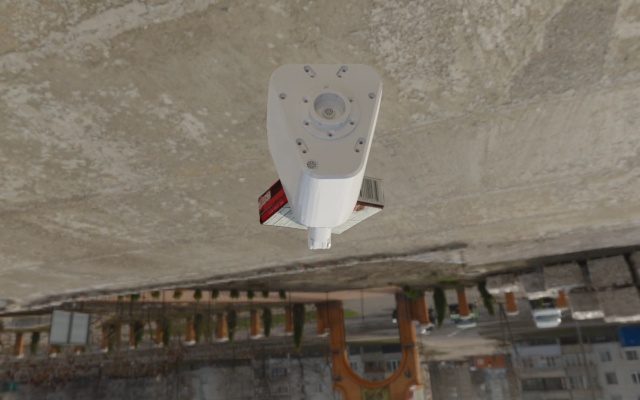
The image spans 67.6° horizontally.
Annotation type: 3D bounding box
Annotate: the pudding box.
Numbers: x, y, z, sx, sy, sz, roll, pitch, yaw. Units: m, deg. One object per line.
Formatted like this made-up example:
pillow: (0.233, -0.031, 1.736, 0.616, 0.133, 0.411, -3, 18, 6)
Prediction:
pudding box: (0.000, 0.002, 0.526, 0.113, 0.039, 0.090, 11, -27, -30)
